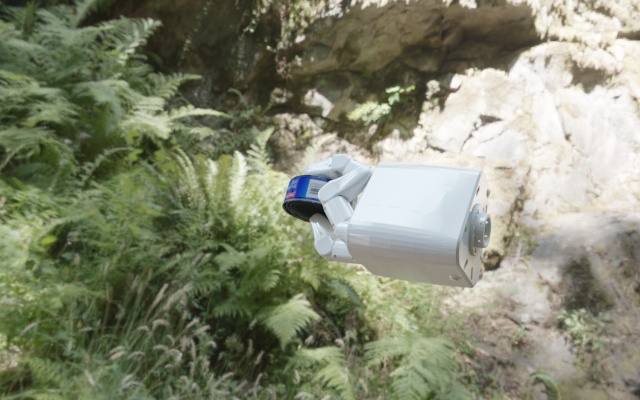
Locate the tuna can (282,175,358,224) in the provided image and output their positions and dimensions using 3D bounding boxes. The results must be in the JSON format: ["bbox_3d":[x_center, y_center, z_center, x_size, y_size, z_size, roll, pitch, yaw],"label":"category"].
[{"bbox_3d":[0.000,0.001,0.563,0.086,0.033,0.086,12,-18,4],"label":"tuna can"}]
